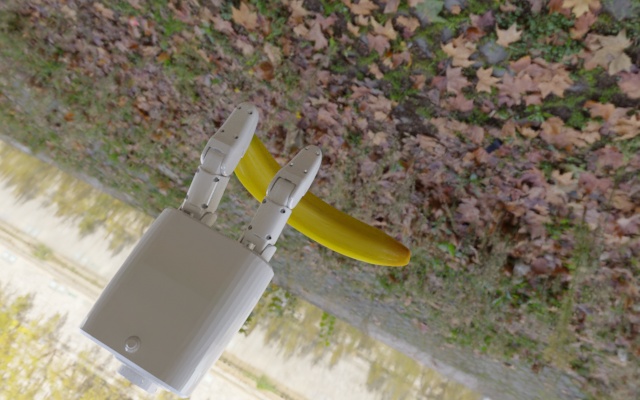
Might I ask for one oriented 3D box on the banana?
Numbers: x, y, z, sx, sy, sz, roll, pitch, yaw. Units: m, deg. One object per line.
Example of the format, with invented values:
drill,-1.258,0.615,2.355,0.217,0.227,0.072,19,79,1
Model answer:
banana,-0.010,0.004,0.425,0.198,0.037,0.070,39,-27,-11
